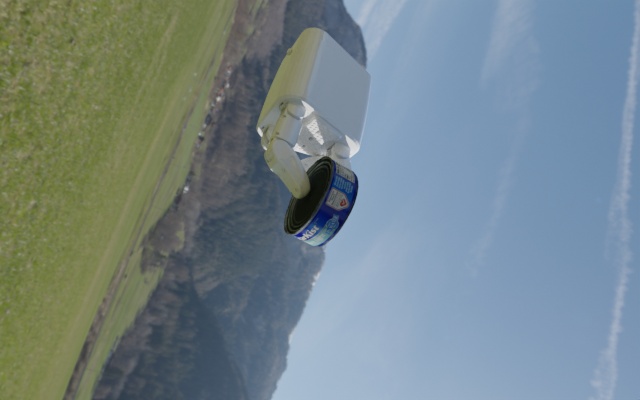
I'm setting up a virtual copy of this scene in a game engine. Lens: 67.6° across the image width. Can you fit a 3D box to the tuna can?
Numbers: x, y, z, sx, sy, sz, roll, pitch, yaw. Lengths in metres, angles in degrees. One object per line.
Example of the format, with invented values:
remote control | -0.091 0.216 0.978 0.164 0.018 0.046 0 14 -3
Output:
tuna can | 0.001 0.002 0.471 0.034 0.086 0.086 28 -11 -20
